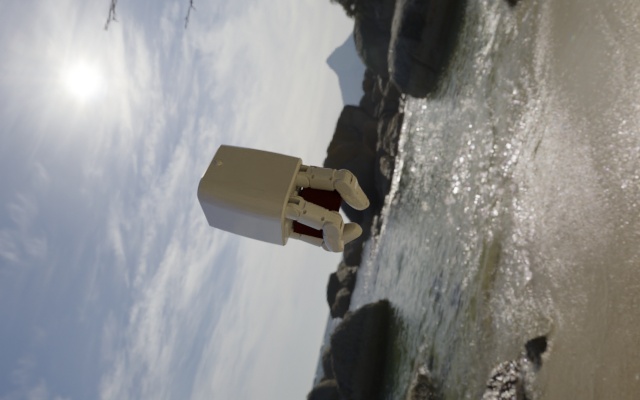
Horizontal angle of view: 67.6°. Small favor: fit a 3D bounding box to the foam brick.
[{"bbox_3d":[0.000,0.002,0.612,0.051,0.078,0.053,13,-43,4],"label":"foam brick"}]
